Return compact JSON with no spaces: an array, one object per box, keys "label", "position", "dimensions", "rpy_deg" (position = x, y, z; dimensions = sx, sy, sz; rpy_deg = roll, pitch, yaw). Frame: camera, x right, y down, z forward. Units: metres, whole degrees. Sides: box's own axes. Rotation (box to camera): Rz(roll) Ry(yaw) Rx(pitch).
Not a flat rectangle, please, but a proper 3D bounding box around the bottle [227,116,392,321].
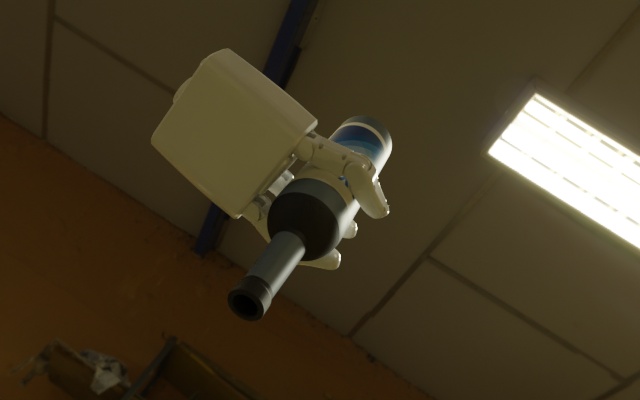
[{"label":"bottle","position":[0.000,0.001,0.437],"dimensions":[0.069,0.069,0.295],"rpy_deg":[0,28,23]}]
